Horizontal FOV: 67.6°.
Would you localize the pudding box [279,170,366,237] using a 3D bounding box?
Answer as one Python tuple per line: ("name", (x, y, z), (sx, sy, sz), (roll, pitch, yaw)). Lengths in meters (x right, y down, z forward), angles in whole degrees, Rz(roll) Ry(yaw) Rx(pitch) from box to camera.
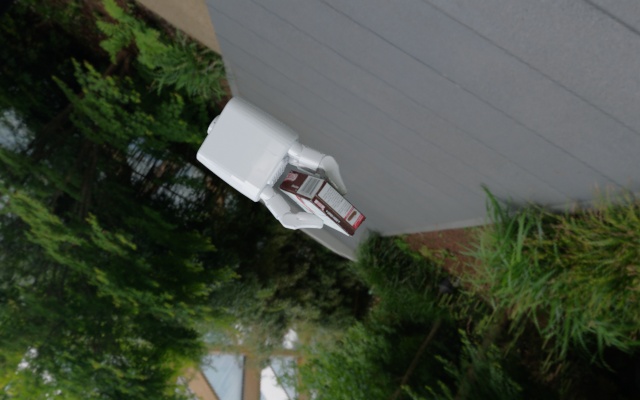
("pudding box", (0.000, 0.002, 0.688), (0.090, 0.039, 0.113), (41, -8, -28))
